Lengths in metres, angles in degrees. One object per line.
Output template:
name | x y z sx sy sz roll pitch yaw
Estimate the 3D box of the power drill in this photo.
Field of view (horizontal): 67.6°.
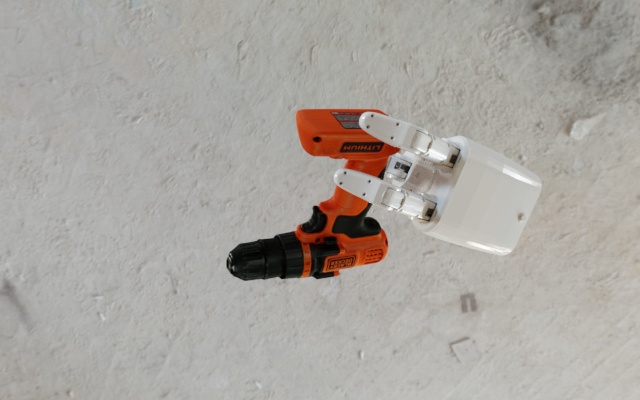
power drill | 0.000 0.001 0.485 0.184 0.188 0.057 -6 39 -25
